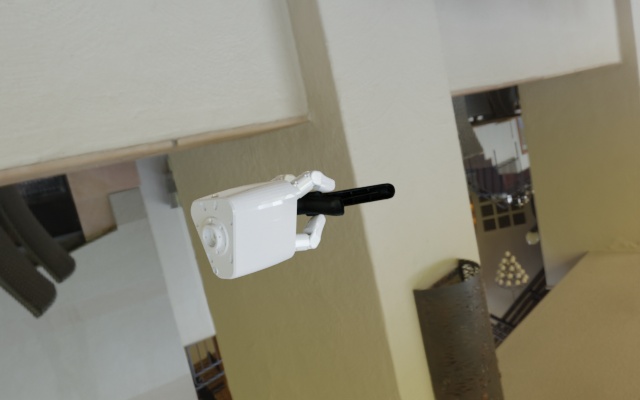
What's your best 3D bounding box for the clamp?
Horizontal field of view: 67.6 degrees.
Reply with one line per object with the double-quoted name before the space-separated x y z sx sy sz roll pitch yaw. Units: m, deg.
"clamp" 0.000 0.003 0.735 0.210 0.036 0.164 -5 5 42
